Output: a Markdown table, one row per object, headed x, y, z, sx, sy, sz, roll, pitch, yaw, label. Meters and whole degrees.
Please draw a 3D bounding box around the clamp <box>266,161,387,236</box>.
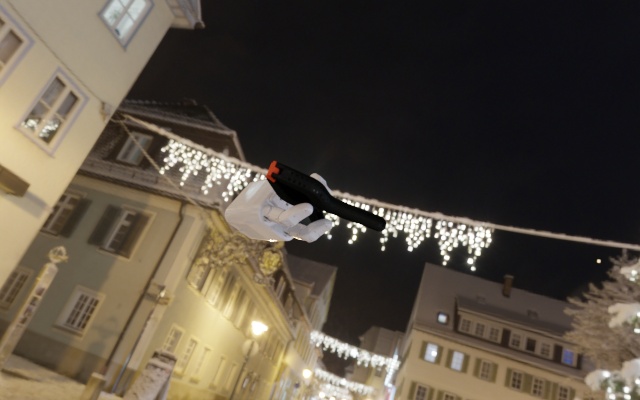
| x | y | z | sx | sy | sz | roll | pitch | yaw | label |
| --- | --- | --- | --- | --- | --- | --- | --- | --- | --- |
| 0.000 | 0.002 | 0.792 | 0.164 | 0.036 | 0.210 | -4 | -34 | 42 | clamp |
